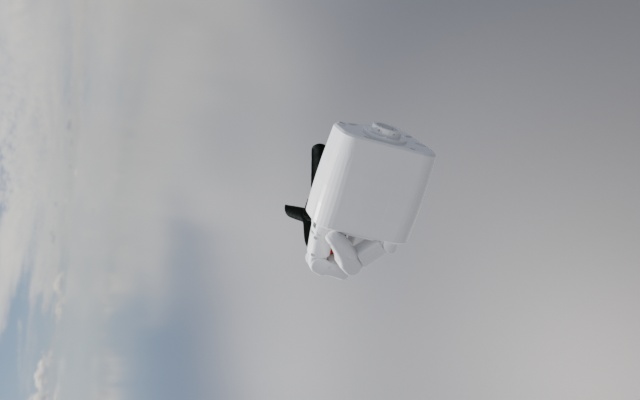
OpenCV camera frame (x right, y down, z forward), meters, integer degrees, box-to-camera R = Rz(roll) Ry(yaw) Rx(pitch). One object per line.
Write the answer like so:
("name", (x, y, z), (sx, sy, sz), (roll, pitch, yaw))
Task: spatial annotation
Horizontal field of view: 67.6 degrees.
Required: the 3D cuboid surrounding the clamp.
("clamp", (0.000, 0.002, 0.620), (0.039, 0.120, 0.171), (6, 24, -26))
